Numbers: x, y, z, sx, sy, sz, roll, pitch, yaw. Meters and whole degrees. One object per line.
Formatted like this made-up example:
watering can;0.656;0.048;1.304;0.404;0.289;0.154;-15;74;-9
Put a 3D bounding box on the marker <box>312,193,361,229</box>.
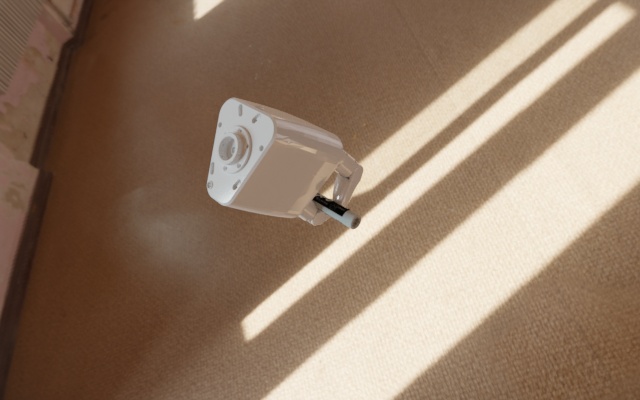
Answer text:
marker;0.000;0.002;0.593;0.121;0.020;0.020;30;19;37
